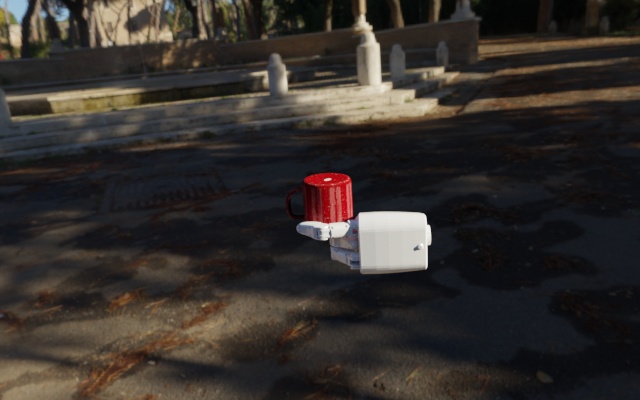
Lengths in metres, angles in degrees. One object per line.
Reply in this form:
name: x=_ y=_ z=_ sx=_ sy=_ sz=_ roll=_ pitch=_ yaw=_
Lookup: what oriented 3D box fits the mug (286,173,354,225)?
mug: x=-0.001 y=0.002 z=0.800 sx=0.117 sy=0.081 sz=0.093 roll=-2 pitch=17 yaw=3
